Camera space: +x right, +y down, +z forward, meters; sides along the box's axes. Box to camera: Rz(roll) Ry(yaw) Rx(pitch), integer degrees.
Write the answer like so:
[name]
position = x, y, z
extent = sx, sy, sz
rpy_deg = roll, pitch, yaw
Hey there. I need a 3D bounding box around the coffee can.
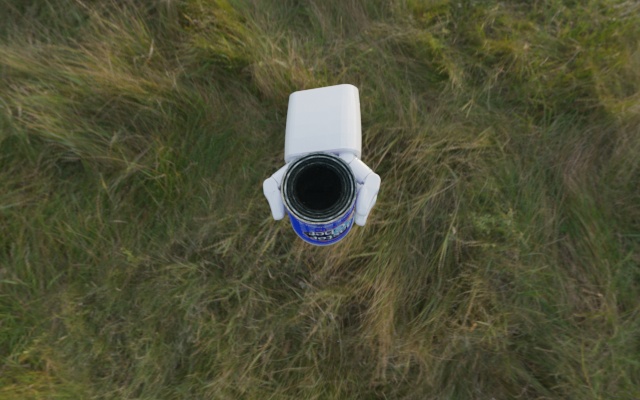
[coffee can]
position = 0.000, 0.002, 0.694
extent = 0.103, 0.102, 0.140
rpy_deg = 0, -16, 2
